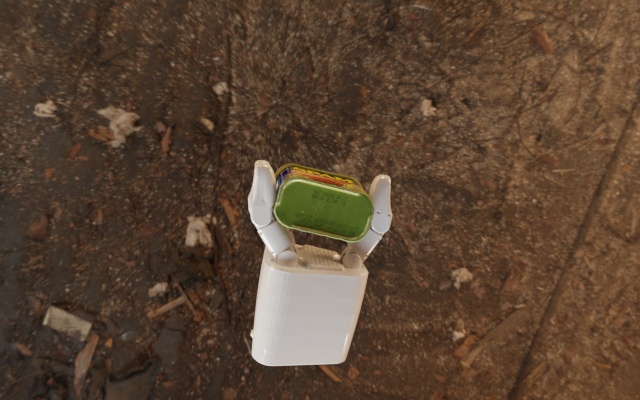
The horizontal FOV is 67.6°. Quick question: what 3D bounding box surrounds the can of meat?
[{"bbox_3d":[0.000,0.002,0.497,0.102,0.057,0.084,13,10,-8],"label":"can of meat"}]
